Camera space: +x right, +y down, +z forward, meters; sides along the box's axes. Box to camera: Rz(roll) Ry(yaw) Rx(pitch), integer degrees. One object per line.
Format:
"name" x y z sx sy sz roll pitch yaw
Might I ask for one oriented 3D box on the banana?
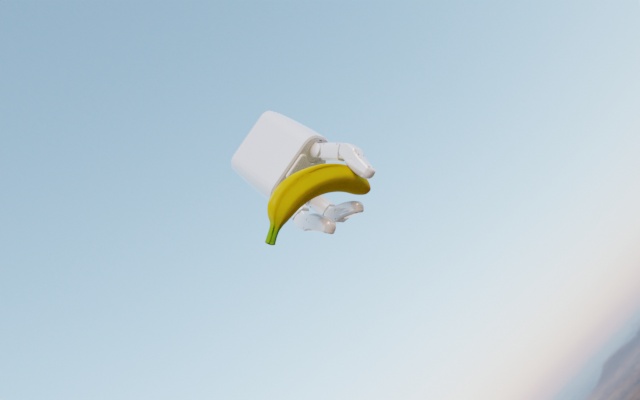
"banana" -0.001 -0.013 0.601 0.037 0.070 0.197 27 37 35
